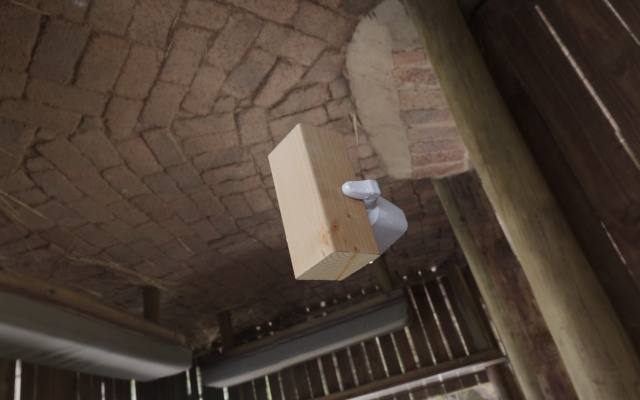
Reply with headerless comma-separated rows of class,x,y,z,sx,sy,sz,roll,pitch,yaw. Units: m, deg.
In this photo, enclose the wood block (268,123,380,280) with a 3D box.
wood block,0.001,0.002,0.697,0.090,0.206,0.091,9,-36,-39
